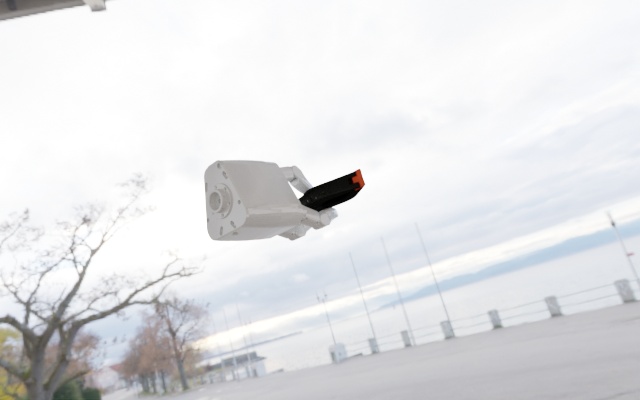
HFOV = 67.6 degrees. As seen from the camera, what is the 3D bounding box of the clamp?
[{"bbox_3d":[0.000,0.002,0.786,0.210,0.036,0.164,-27,-15,36],"label":"clamp"}]
